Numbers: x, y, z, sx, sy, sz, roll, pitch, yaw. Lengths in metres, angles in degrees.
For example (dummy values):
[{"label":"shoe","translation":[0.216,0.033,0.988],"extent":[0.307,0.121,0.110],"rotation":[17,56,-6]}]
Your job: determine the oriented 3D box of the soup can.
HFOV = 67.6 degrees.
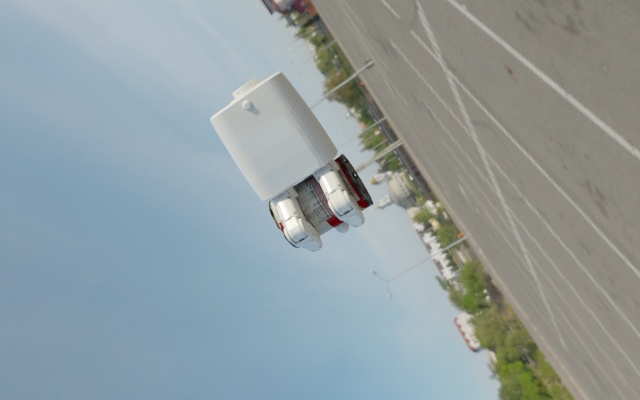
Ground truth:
[{"label":"soup can","translation":[0.000,0.002,0.550],"extent":[0.102,0.068,0.068],"rotation":[-32,-6,10]}]
